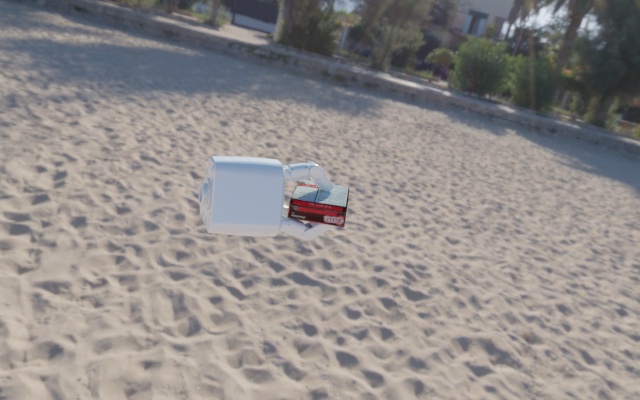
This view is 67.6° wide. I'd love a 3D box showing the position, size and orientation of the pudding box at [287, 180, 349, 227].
[{"bbox_3d":[0.000,0.002,0.774,0.090,0.039,0.113,10,20,2],"label":"pudding box"}]
